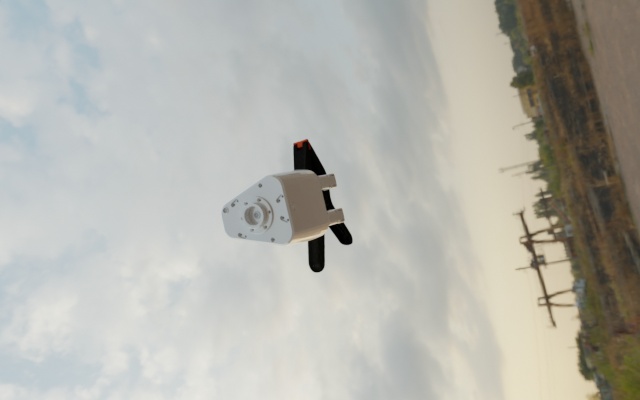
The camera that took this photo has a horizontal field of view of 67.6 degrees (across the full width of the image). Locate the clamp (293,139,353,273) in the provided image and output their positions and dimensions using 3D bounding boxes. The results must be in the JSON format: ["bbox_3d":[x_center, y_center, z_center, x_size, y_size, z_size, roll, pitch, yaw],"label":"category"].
[{"bbox_3d":[-0.001,0.002,0.799,0.036,0.210,0.164,-14,-1,22],"label":"clamp"}]
